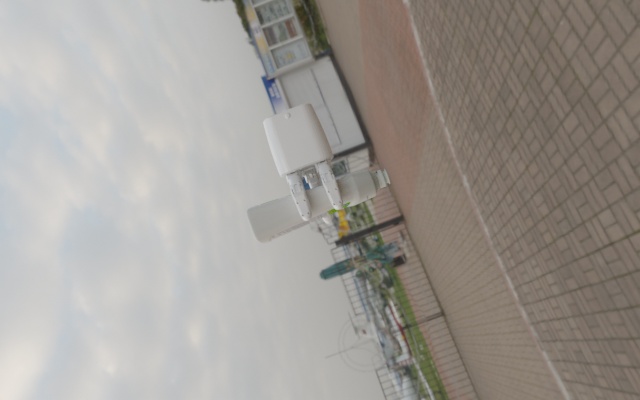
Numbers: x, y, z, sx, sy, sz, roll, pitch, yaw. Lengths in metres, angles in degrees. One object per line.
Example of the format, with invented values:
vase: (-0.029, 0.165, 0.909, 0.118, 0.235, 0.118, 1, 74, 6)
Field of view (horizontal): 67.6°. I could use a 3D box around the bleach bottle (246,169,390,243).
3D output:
bleach bottle: (0.000, 0.003, 0.846, 0.251, 0.068, 0.102, -21, -5, 2)
